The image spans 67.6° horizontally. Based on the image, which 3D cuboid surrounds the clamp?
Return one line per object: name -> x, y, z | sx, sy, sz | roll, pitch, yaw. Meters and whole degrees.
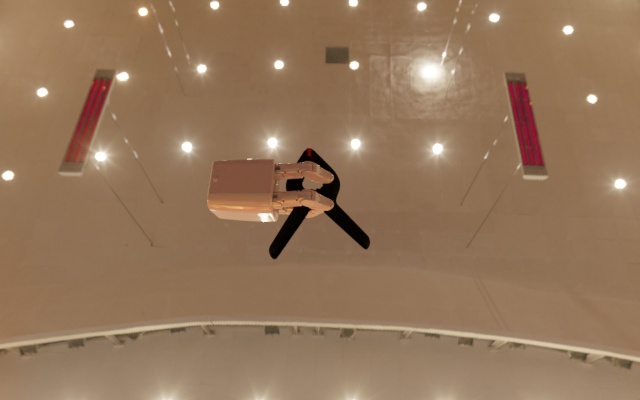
clamp -> 0.000, 0.003, 0.820 | 0.164, 0.209, 0.036 | 1, -30, 1
